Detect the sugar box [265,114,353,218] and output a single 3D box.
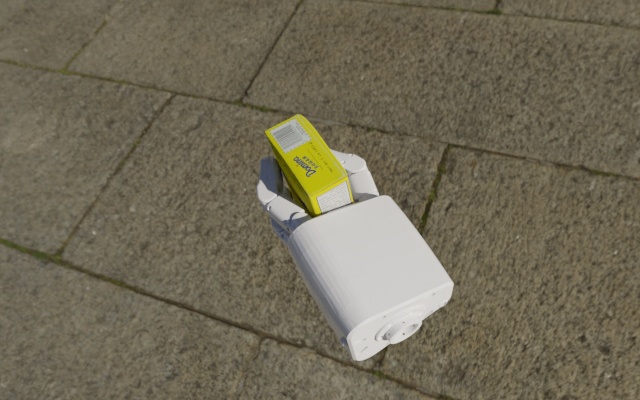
[{"bbox_3d":[0.000,0.002,0.498,0.048,0.093,0.176,-28,-33,-9],"label":"sugar box"}]
